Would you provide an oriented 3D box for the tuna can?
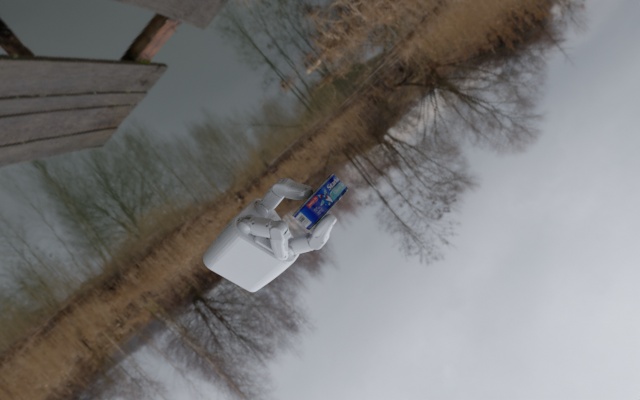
[{"bbox_3d":[0.001,0.003,0.693,0.034,0.086,0.086,43,0,0],"label":"tuna can"}]
